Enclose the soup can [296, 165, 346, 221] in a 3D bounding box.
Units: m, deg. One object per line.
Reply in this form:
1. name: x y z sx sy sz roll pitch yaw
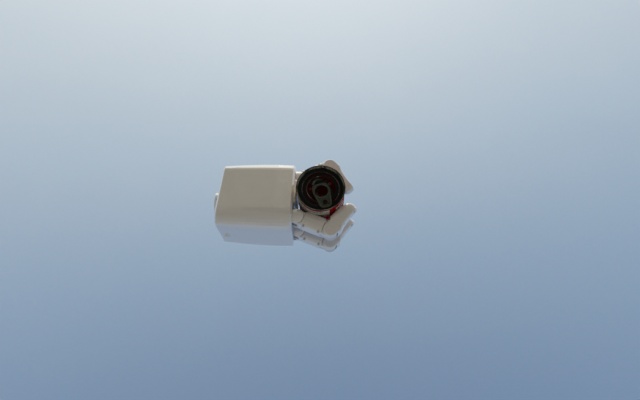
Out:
1. soup can: 0.001 0.002 0.694 0.068 0.068 0.102 0 -24 0
